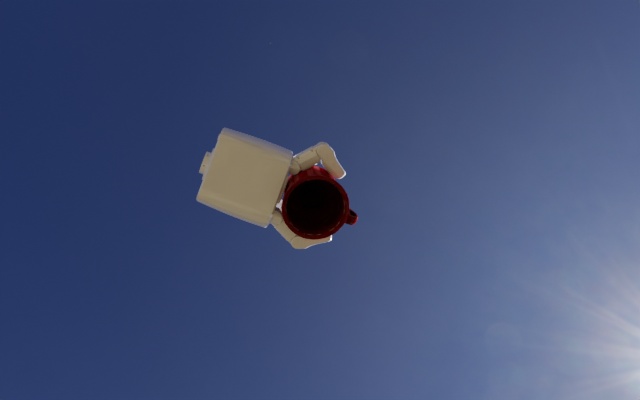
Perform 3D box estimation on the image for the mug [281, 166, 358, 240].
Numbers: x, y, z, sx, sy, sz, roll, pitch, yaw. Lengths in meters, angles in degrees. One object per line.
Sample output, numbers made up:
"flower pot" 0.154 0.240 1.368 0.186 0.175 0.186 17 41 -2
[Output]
"mug" 0.001 0.003 0.687 0.117 0.093 0.081 21 15 -13
